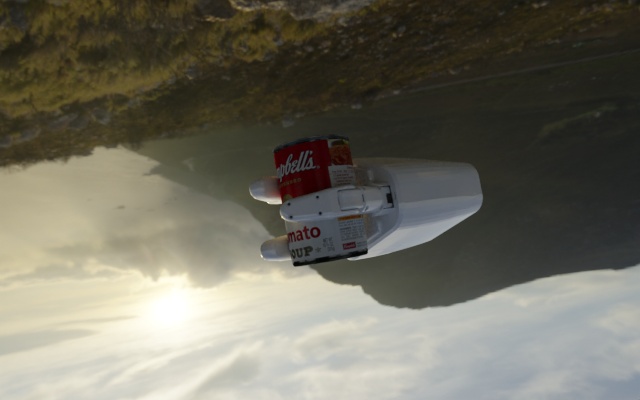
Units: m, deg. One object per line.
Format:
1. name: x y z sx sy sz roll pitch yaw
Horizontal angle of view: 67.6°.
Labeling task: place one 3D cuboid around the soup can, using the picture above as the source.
1. soup can: 0.000 0.002 0.413 0.068 0.102 0.068 -10 -5 -1
